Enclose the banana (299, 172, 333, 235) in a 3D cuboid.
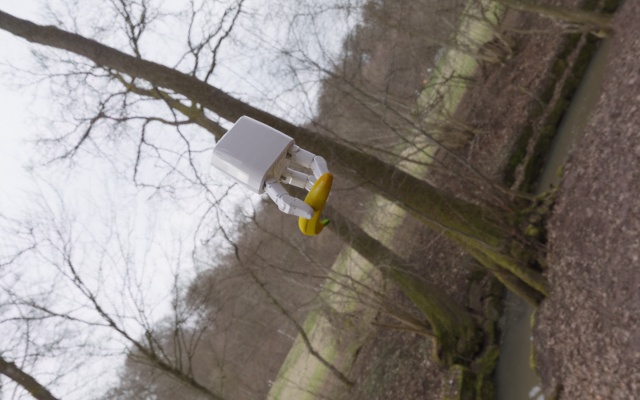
[{"bbox_3d":[-0.010,0.018,0.842,0.037,0.069,0.198,31,-22,11],"label":"banana"}]
